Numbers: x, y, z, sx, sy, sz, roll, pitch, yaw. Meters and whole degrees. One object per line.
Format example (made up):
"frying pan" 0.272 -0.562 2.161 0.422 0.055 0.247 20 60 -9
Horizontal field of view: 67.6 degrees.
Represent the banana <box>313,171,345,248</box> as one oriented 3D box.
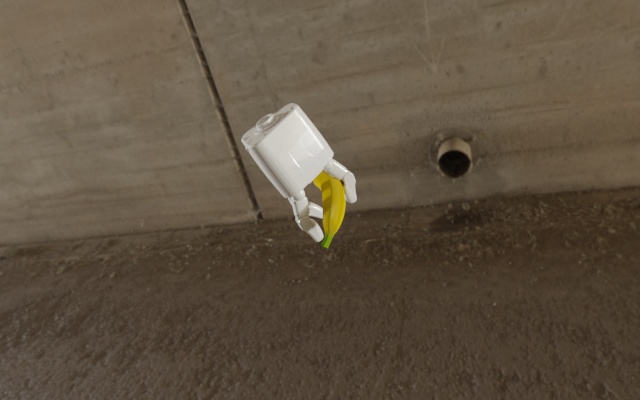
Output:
"banana" 0.012 -0.007 0.818 0.037 0.070 0.197 33 28 -23
